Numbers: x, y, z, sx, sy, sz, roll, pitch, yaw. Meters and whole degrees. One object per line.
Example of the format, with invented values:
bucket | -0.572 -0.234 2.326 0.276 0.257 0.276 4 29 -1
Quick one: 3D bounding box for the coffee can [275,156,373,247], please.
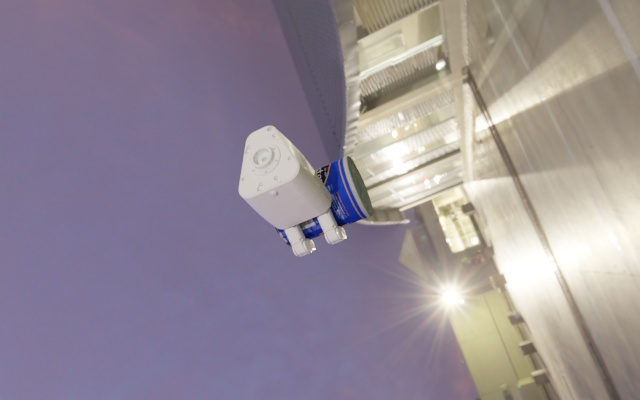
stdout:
coffee can | 0.000 0.002 0.765 0.140 0.103 0.103 -22 -6 14
